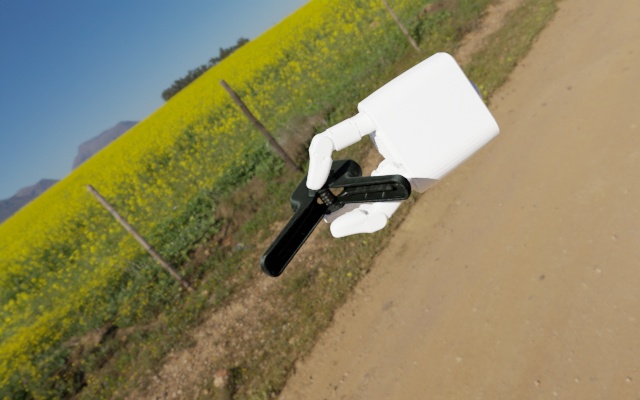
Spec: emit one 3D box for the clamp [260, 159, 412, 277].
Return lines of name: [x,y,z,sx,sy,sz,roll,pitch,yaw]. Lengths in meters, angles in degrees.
clamp: [0.000,0.001,0.536,0.164,0.036,0.210,-33,19,1]
